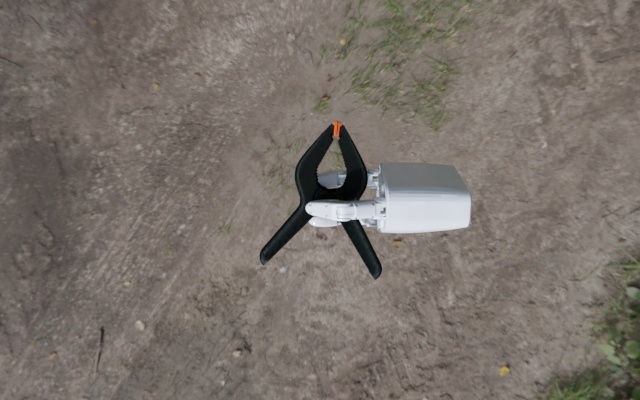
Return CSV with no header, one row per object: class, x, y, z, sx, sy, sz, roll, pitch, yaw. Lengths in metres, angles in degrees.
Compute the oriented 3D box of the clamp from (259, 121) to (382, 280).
clamp,0.000,0.002,0.625,0.164,0.210,0.036,0,10,1
